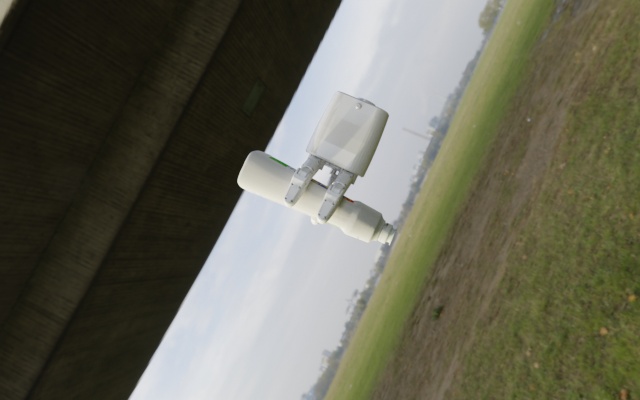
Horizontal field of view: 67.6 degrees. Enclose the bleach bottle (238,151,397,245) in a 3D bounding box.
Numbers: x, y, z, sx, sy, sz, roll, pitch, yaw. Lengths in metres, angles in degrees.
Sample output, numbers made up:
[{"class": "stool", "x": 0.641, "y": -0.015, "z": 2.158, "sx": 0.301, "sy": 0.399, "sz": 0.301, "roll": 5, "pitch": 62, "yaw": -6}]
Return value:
[{"class": "bleach bottle", "x": 0.000, "y": 0.002, "z": 0.749, "sx": 0.251, "sy": 0.068, "sz": 0.102, "roll": 25, "pitch": 2, "yaw": 10}]
